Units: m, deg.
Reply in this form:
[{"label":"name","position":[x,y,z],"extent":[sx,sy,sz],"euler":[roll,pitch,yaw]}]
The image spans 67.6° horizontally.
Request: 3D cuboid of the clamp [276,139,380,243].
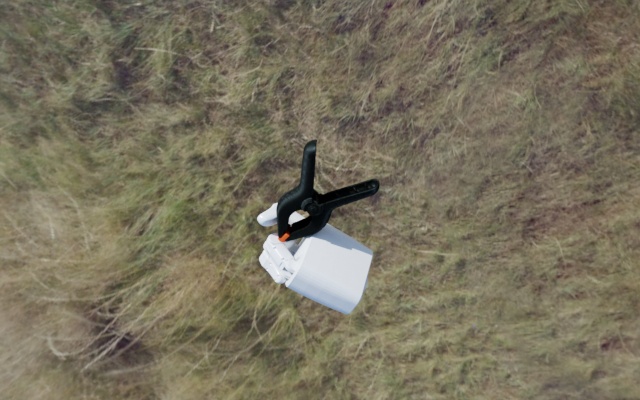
[{"label":"clamp","position":[0.000,0.003,0.682],"extent":[0.120,0.171,0.039],"euler":[27,35,-10]}]
